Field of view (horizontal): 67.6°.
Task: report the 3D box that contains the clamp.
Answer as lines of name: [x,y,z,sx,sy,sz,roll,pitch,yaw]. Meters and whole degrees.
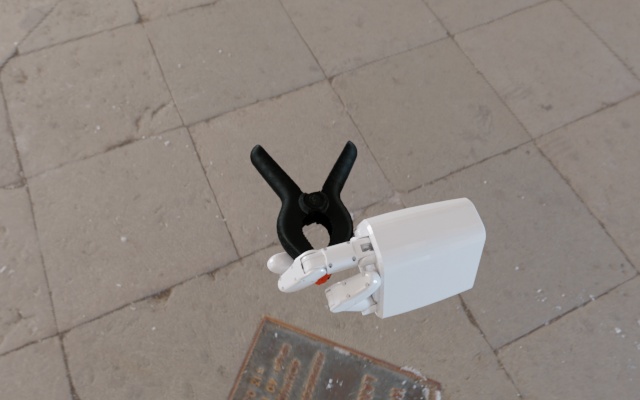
clamp: [0.000,0.002,0.507,0.120,0.171,0.039,-14,-26,-8]
